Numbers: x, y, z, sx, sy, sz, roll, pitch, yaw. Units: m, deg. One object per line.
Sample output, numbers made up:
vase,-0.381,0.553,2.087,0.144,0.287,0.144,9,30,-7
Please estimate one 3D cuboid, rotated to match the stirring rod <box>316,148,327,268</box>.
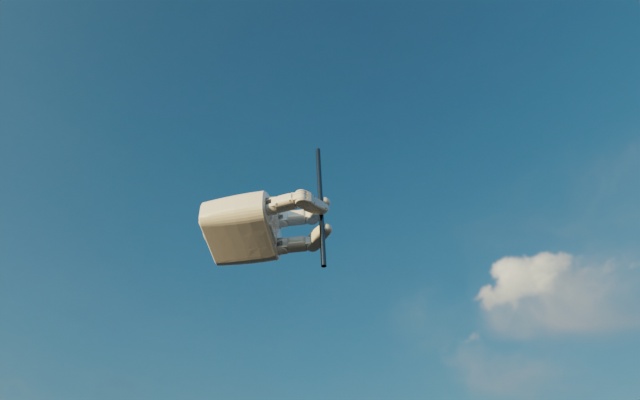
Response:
stirring rod,0.000,0.003,0.763,0.011,0.239,0.011,-2,-40,-1
